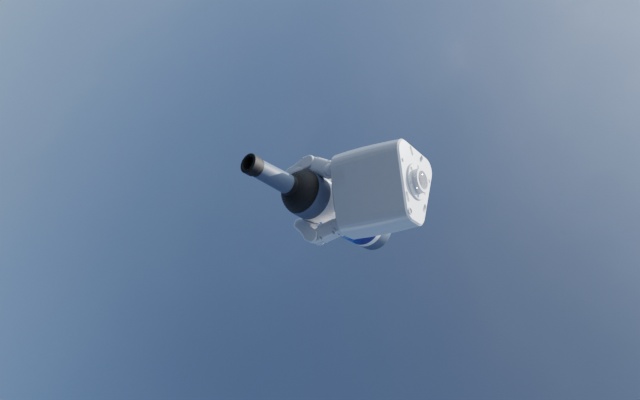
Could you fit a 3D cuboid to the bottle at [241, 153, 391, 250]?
[{"bbox_3d":[0.000,0.002,0.704,0.069,0.069,0.296,0,-20,42],"label":"bottle"}]
